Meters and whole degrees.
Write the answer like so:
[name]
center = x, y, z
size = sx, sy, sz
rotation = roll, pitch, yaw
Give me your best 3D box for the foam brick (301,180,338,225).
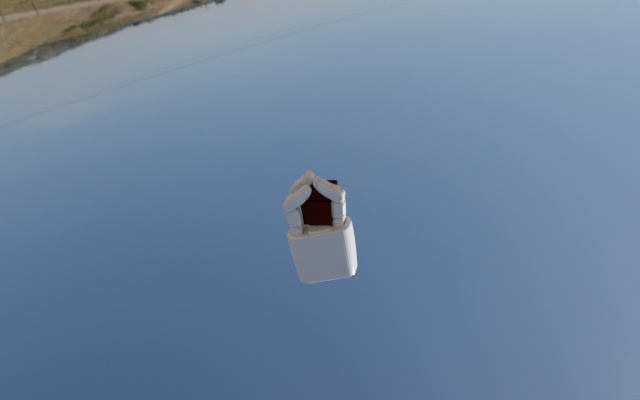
[foam brick]
center = 0.000, 0.003, 0.865
size = 0.053, 0.051, 0.078
rotation = 0, 29, 17
